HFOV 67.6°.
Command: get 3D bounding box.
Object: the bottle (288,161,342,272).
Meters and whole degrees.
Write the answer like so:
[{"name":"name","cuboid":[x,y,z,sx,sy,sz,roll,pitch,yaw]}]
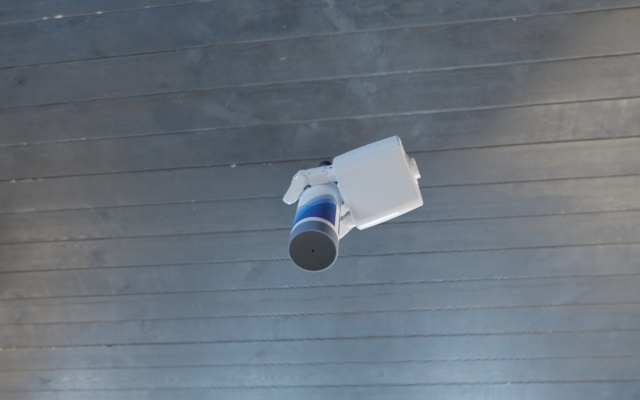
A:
[{"name":"bottle","cuboid":[0.000,0.003,0.757,0.069,0.069,0.295,0,26,5]}]
